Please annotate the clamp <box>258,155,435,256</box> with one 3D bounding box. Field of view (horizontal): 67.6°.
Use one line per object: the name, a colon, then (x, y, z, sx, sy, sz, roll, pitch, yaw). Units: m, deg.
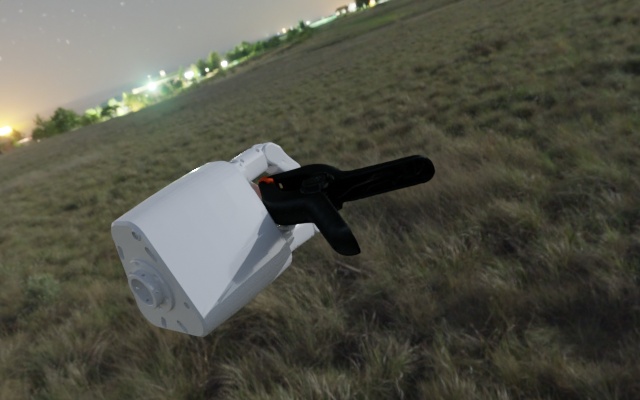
clamp: (0.000, 0.001, 0.411, 0.171, 0.039, 0.120, -3, 26, 40)
